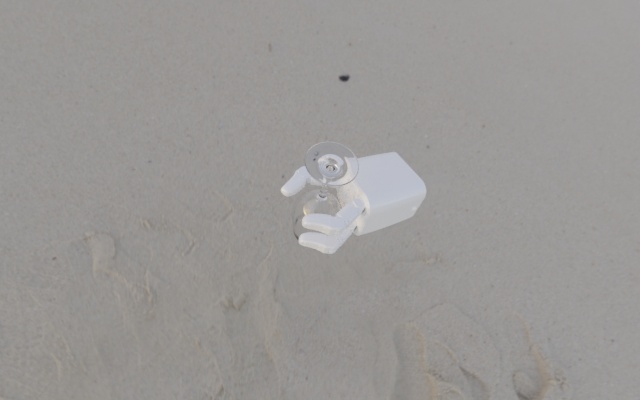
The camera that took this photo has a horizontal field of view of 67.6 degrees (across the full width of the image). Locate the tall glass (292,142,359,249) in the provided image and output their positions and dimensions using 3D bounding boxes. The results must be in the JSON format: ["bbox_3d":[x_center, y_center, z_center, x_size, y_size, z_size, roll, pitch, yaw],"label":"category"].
[{"bbox_3d":[0.000,0.002,0.725,0.079,0.079,0.201,0,-32,-11],"label":"tall glass"}]
